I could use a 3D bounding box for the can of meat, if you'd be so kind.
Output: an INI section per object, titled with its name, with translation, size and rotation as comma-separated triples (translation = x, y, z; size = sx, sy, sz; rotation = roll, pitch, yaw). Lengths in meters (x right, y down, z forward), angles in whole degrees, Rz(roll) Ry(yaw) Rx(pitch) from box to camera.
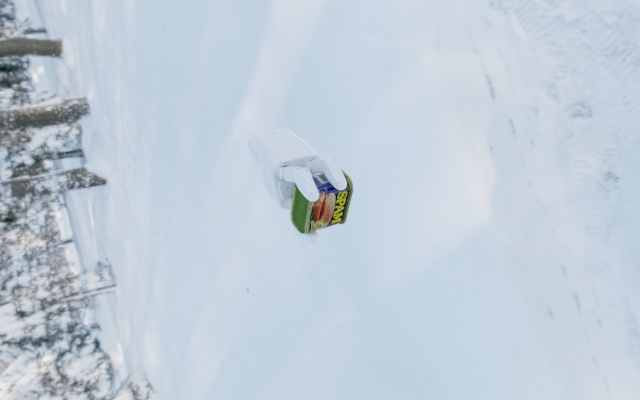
[can of meat]
translation = 0.000, 0.003, 0.805
size = 0.084, 0.102, 0.057
rotation = -16, 45, -30
